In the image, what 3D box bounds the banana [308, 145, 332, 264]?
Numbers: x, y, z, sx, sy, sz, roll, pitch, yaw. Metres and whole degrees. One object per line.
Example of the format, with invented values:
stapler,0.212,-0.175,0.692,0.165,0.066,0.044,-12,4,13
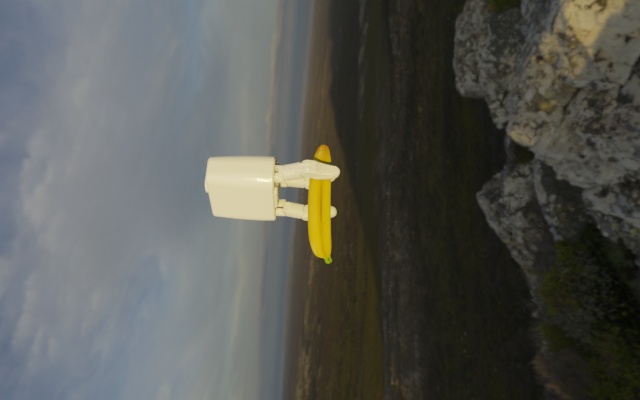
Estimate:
banana,-0.001,0.006,0.767,0.037,0.198,0.069,0,0,3
